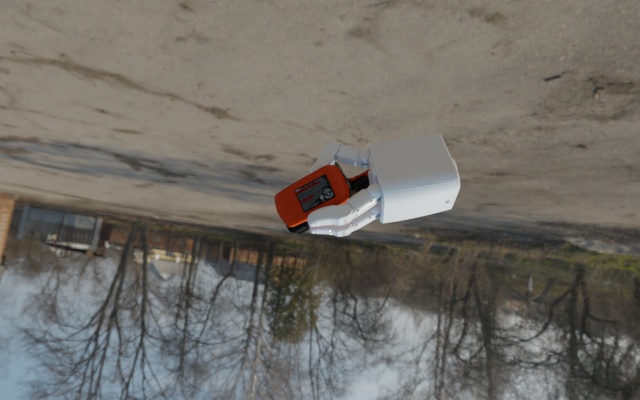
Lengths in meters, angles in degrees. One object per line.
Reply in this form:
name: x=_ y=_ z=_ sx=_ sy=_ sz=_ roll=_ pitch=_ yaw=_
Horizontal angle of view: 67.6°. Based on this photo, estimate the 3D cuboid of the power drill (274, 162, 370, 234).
power drill: x=0.000 y=0.002 z=0.735 sx=0.184 sy=0.057 sz=0.187 roll=-30 pitch=-9 yaw=15
